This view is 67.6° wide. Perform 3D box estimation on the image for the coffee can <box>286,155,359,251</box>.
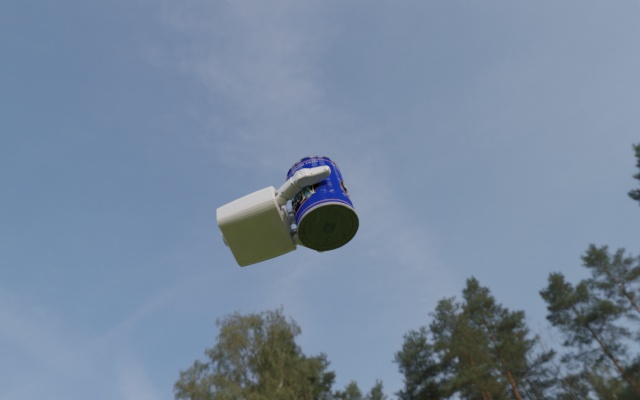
[{"bbox_3d":[0.000,0.003,0.826,0.103,0.103,0.140,0,38,-14],"label":"coffee can"}]
